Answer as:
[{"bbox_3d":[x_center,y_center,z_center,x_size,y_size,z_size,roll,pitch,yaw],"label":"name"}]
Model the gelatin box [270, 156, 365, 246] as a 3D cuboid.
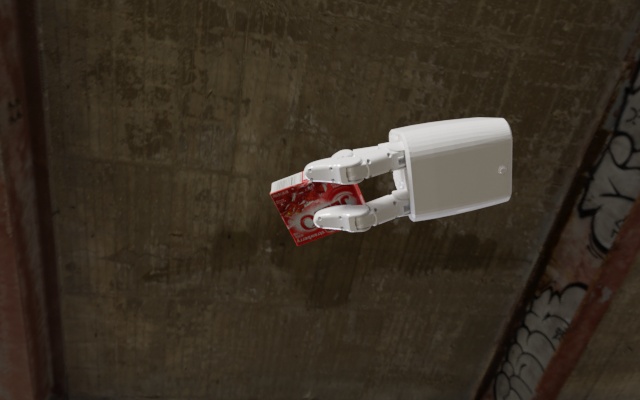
[{"bbox_3d":[0.000,0.002,0.523,0.089,0.073,0.030,-20,27,11],"label":"gelatin box"}]
